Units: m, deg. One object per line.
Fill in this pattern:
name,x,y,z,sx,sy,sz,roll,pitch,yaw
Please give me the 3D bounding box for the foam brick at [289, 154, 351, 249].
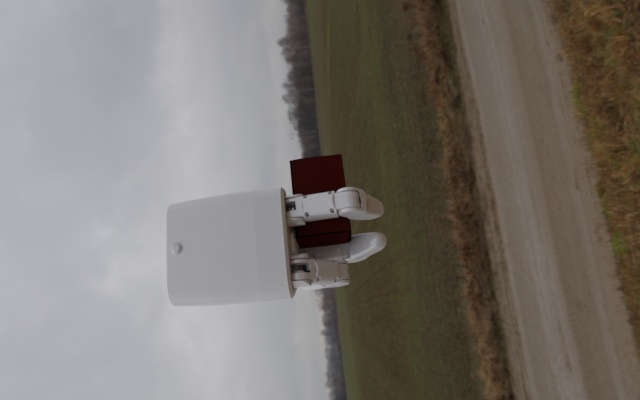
foam brick,0.000,0.001,0.461,0.051,0.078,0.053,-6,-17,1
